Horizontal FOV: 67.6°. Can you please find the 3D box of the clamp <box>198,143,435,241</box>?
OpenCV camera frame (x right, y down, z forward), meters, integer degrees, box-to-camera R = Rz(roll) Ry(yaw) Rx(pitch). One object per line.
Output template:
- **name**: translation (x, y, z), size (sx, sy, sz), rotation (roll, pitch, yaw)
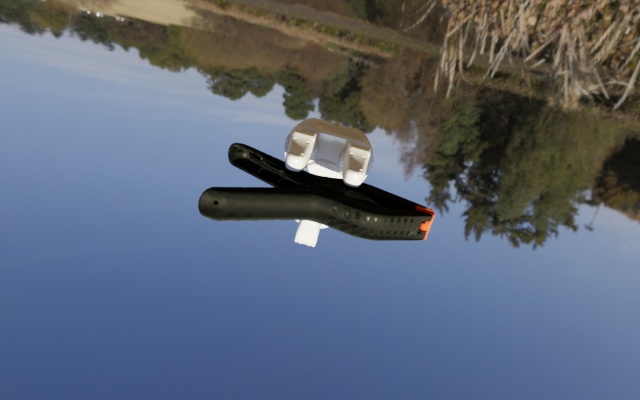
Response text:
- **clamp**: translation (0.000, 0.002, 0.424), size (0.210, 0.036, 0.164), rotation (16, 20, -1)
